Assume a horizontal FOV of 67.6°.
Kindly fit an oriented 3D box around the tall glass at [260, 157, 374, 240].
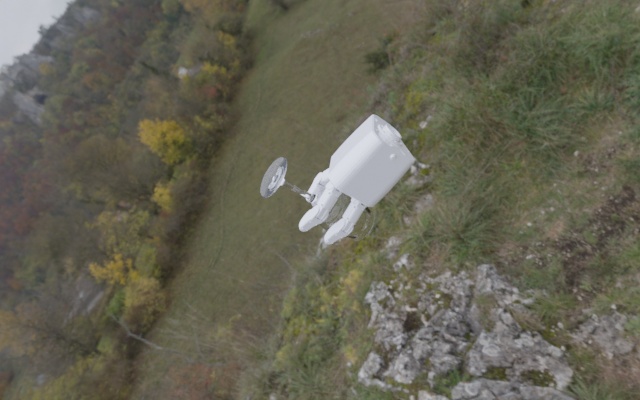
[{"bbox_3d":[-0.001,0.002,0.825,0.201,0.079,0.079,28,-14,-29],"label":"tall glass"}]
